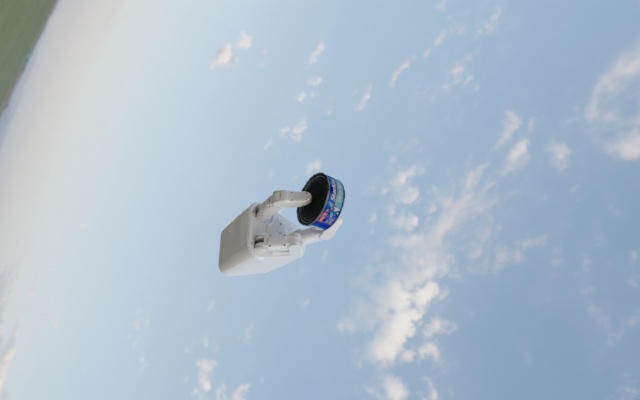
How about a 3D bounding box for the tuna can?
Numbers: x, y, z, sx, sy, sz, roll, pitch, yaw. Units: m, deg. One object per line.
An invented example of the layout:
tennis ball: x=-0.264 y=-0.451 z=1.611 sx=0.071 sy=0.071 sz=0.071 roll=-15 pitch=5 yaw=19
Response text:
tuna can: x=0.001 y=0.003 z=0.733 sx=0.034 sy=0.086 sz=0.086 roll=21 pitch=-11 yaw=-29
